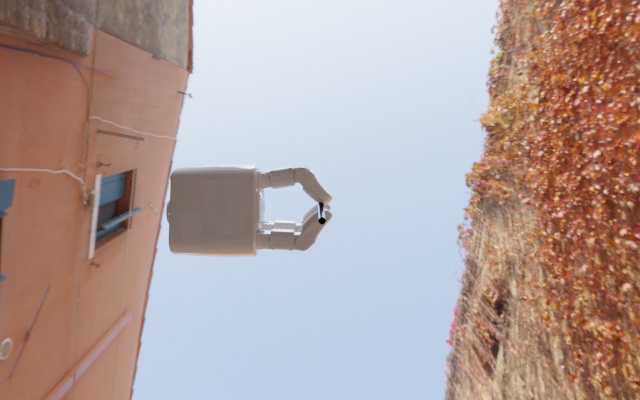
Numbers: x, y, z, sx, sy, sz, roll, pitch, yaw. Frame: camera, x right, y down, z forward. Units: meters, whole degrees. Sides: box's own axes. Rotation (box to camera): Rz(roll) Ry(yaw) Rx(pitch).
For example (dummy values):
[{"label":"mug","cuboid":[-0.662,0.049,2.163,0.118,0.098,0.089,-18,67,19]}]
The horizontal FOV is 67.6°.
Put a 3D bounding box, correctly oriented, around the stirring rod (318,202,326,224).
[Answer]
[{"label":"stirring rod","cuboid":[0.000,0.002,0.626,0.011,0.011,0.239,0,9,-1]}]
